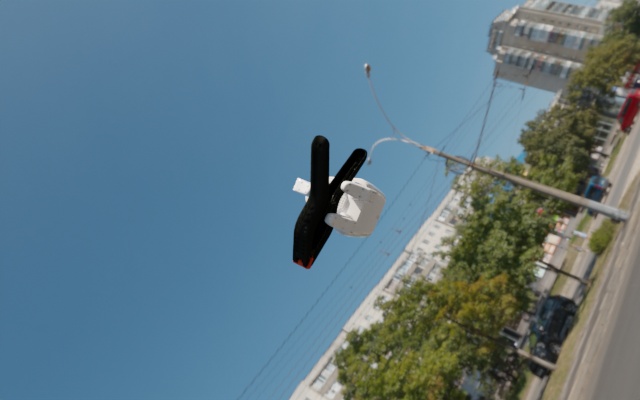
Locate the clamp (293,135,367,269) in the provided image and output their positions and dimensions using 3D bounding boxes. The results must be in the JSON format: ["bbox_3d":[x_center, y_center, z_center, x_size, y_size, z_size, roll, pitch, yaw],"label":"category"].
[{"bbox_3d":[-0.001,0.003,0.722,0.036,0.210,0.164,23,2,26],"label":"clamp"}]
